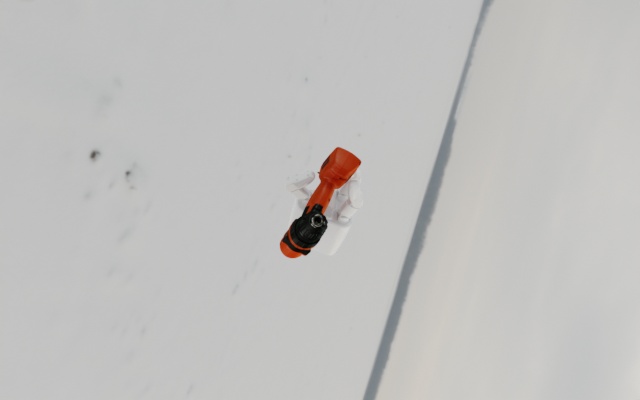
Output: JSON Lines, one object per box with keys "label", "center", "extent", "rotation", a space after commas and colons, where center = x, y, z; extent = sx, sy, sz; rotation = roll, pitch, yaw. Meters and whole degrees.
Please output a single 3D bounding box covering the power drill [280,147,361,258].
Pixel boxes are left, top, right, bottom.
{"label": "power drill", "center": [0.000, 0.002, 0.803], "extent": [0.057, 0.187, 0.184], "rotation": [33, -24, -6]}
